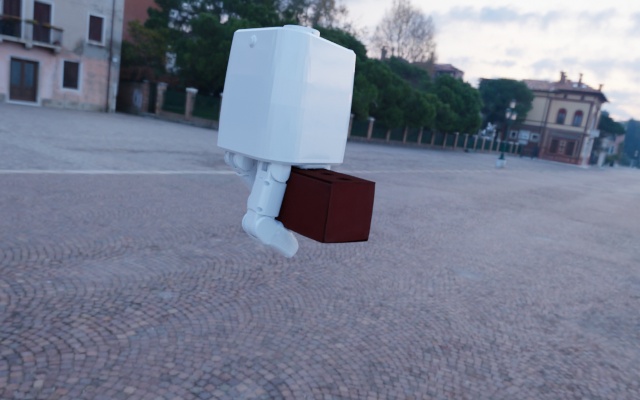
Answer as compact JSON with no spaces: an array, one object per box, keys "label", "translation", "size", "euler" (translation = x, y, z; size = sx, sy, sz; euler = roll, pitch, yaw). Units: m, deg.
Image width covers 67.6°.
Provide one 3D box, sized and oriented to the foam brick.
[{"label":"foam brick","translation":[0.000,0.001,0.409],"size":[0.053,0.051,0.078],"euler":[0,13,-42]}]
